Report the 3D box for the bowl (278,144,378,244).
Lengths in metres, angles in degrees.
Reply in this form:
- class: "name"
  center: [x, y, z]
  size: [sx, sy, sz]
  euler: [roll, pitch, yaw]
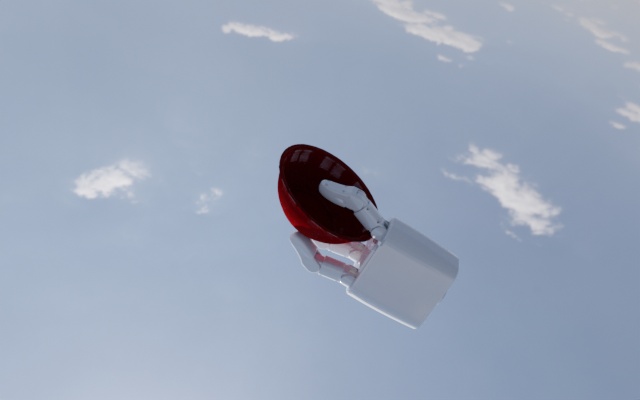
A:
- class: "bowl"
  center: [-0.001, 0.001, 0.636]
  size: [0.162, 0.162, 0.055]
  euler: [0, -37, -47]
